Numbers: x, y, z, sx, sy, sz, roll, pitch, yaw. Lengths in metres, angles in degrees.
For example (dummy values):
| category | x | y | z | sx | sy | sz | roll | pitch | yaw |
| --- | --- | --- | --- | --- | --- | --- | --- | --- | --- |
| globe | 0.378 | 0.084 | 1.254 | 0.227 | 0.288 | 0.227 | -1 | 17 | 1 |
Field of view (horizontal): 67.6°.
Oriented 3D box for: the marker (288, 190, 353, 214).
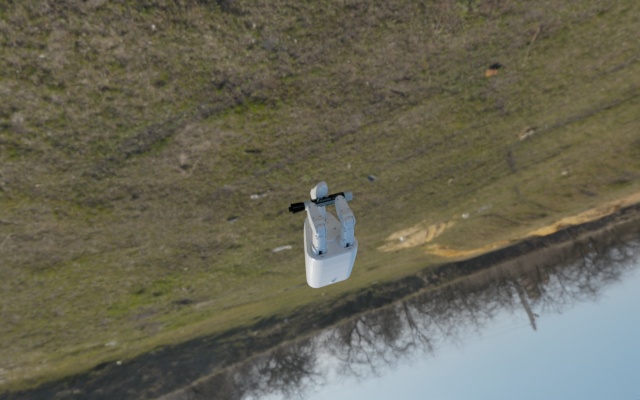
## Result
| category | x | y | z | sx | sy | sz | roll | pitch | yaw |
| --- | --- | --- | --- | --- | --- | --- | --- | --- | --- |
| marker | 0.000 | 0.003 | 0.873 | 0.121 | 0.020 | 0.020 | -14 | 4 | -16 |
